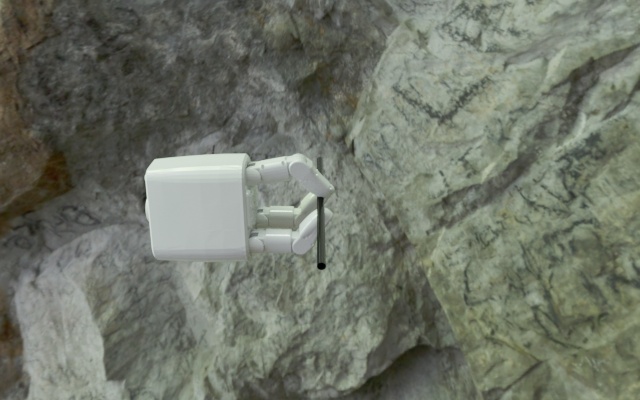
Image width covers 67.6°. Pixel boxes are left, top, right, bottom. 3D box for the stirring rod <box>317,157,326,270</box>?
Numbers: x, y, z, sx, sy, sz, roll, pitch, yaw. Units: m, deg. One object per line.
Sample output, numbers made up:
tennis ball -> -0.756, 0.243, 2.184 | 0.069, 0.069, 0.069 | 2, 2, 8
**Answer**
stirring rod -> 0.000, 0.002, 0.521 | 0.011, 0.011, 0.239 | 0, 28, 0
